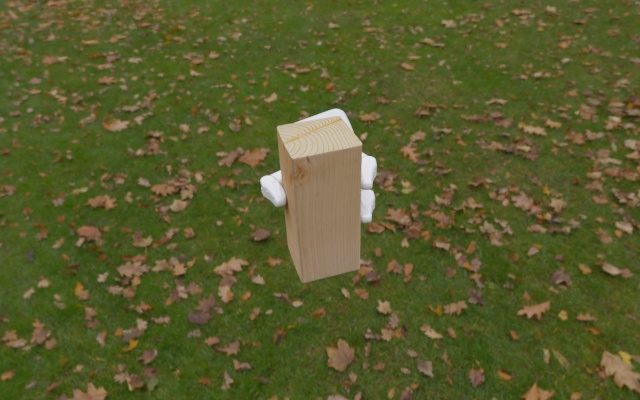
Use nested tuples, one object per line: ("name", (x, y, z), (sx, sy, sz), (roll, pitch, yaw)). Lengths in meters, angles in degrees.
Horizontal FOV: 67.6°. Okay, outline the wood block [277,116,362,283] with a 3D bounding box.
("wood block", (0.000, 0.002, 0.656), (0.091, 0.206, 0.090), (-12, 37, -12))
